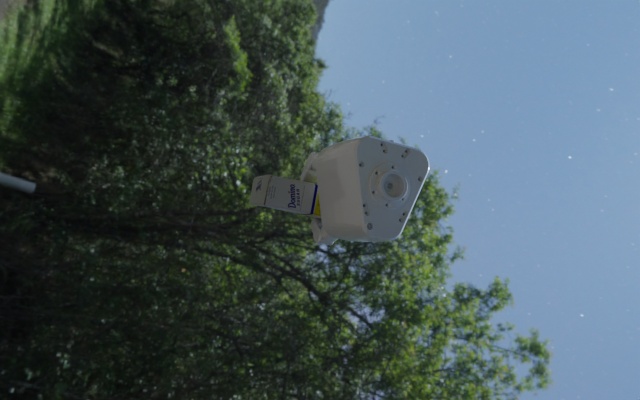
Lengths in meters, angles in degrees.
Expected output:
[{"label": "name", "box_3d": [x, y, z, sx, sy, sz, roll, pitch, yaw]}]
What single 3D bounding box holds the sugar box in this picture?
[{"label": "sugar box", "box_3d": [0.000, 0.002, 0.648, 0.176, 0.048, 0.093, 14, -4, -20]}]
